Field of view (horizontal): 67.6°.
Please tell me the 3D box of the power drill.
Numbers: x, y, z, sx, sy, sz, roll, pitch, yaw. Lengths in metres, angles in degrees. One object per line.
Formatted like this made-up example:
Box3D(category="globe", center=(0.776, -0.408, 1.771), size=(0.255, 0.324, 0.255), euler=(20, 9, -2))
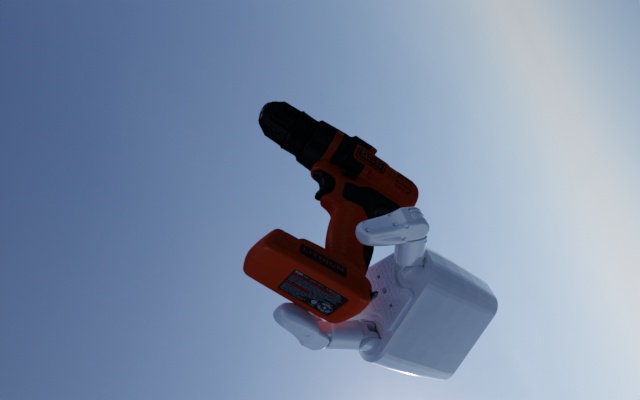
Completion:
Box3D(category="power drill", center=(0.000, 0.002, 0.440), size=(0.184, 0.187, 0.057), euler=(31, -44, -7))
